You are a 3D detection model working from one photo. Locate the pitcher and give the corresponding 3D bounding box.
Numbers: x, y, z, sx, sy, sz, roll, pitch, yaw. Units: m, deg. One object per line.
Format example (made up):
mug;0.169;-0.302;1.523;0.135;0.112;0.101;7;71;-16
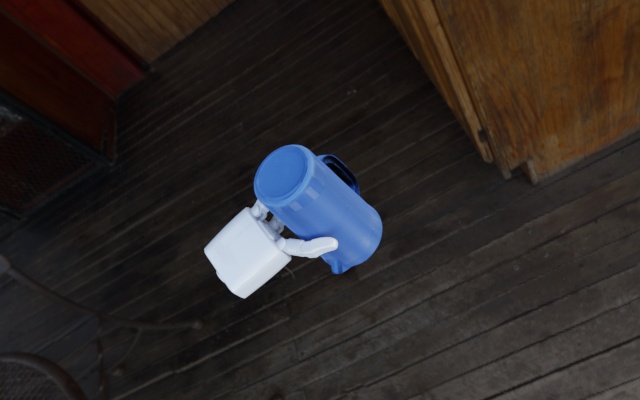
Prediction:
pitcher;0.000;0.003;0.804;0.243;0.145;0.149;44;8;-49
